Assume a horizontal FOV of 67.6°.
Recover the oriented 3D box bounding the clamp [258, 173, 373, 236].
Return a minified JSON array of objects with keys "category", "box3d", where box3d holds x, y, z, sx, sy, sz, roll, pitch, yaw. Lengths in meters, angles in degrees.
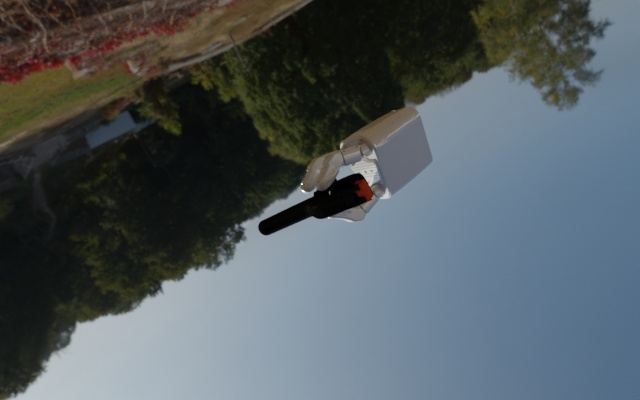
[{"category":"clamp","box3d":[0.001,0.003,0.704,0.164,0.036,0.210,-36,13,-22]}]
